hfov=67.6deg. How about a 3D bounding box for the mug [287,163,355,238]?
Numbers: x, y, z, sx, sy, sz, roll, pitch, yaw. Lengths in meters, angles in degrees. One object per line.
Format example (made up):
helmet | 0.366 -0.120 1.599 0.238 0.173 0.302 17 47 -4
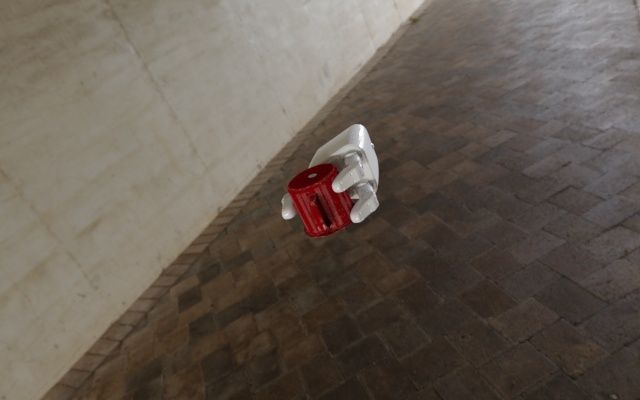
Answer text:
mug | 0.000 0.003 0.715 0.093 0.081 0.117 -19 24 16
